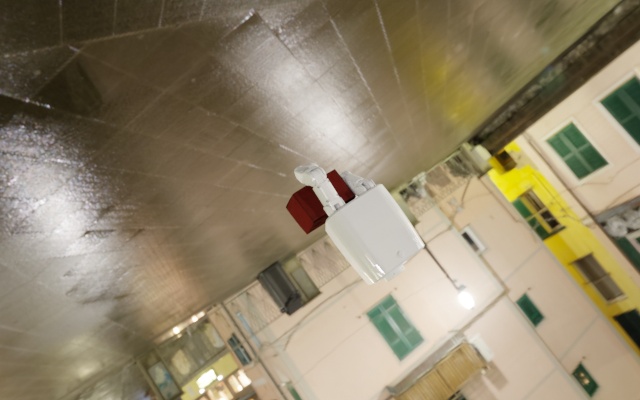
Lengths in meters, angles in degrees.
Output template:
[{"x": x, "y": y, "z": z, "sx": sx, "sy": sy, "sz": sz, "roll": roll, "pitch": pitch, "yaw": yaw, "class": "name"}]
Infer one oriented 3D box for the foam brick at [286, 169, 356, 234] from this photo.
[{"x": 0.000, "y": 0.002, "z": 0.676, "sx": 0.078, "sy": 0.051, "sz": 0.053, "roll": -32, "pitch": -11, "yaw": -23, "class": "foam brick"}]
